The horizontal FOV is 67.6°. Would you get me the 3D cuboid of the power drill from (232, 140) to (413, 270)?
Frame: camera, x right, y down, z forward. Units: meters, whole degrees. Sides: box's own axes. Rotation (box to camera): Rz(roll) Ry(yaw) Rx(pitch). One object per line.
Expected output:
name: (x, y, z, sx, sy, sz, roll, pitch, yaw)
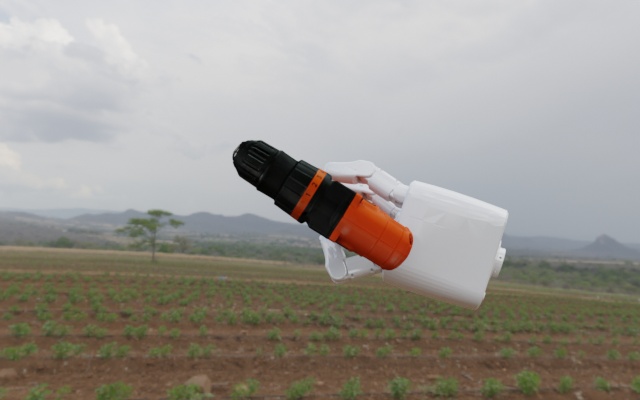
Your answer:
power drill: (0.000, 0.002, 0.506, 0.184, 0.057, 0.187, 34, 2, -1)
